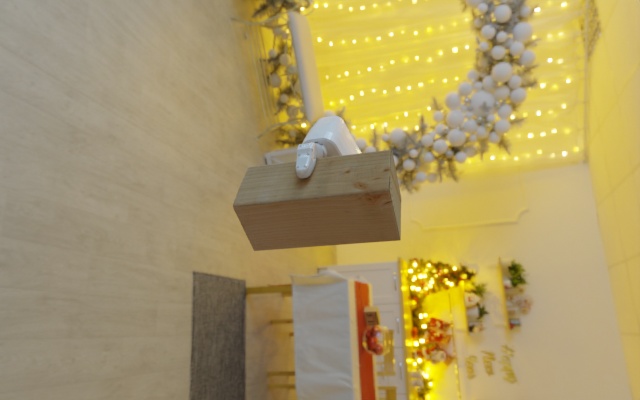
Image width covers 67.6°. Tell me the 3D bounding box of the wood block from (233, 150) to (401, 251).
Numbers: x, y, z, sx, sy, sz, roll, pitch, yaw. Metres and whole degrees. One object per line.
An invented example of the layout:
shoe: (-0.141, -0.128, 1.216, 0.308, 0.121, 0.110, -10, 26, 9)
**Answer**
wood block: (0.000, 0.002, 0.651, 0.206, 0.091, 0.090, -6, 39, 15)
